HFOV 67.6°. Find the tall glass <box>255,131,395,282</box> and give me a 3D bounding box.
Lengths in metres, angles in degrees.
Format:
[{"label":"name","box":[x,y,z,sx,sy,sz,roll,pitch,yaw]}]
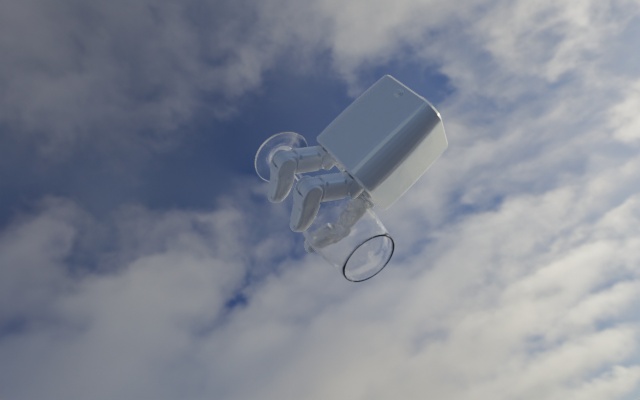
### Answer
[{"label":"tall glass","box":[0.000,0.002,0.539,0.079,0.079,0.201,0,35,-37]}]
